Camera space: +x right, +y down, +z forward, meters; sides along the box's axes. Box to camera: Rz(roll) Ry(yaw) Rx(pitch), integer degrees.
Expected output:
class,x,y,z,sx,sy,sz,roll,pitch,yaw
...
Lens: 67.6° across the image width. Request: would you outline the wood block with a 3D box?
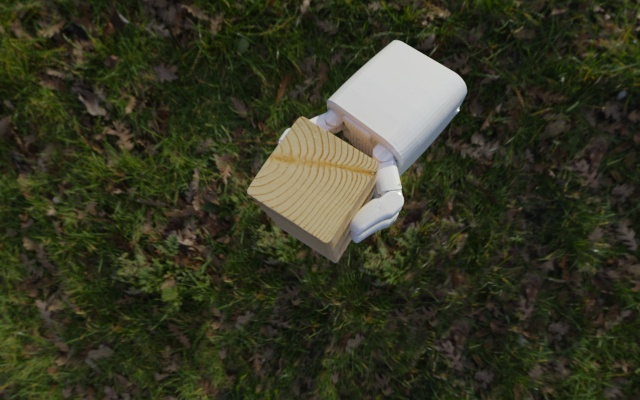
class,x,y,z,sx,sy,sz,roll,pitch,yaw
wood block,0.000,0.001,0.527,0.091,0.090,0.206,33,-8,10
